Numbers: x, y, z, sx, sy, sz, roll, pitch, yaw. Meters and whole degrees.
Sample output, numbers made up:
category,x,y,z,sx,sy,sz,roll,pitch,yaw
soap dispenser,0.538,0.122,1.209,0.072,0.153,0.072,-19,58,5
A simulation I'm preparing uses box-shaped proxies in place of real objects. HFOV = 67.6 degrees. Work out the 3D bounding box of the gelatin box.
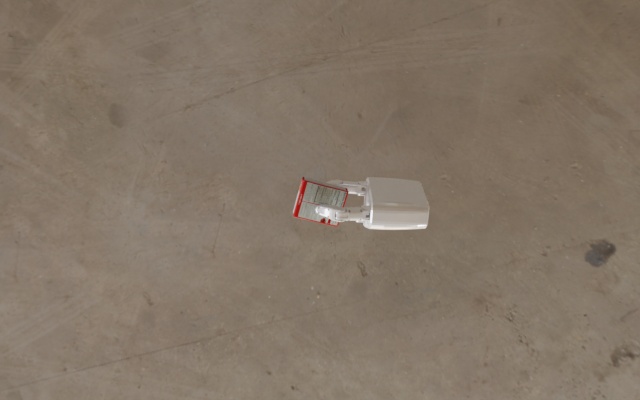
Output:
category,x,y,z,sx,sy,sz,roll,pitch,yaw
gelatin box,0.000,0.003,0.888,0.089,0.073,0.030,13,16,-10
